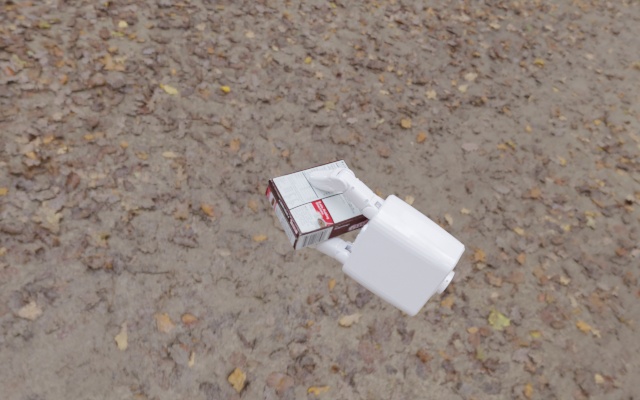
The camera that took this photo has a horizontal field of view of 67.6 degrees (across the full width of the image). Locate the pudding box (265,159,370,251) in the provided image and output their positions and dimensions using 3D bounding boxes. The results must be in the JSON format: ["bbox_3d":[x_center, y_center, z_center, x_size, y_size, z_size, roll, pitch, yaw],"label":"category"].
[{"bbox_3d":[0.000,0.002,0.603,0.113,0.090,0.039,-16,-29,-27],"label":"pudding box"}]
